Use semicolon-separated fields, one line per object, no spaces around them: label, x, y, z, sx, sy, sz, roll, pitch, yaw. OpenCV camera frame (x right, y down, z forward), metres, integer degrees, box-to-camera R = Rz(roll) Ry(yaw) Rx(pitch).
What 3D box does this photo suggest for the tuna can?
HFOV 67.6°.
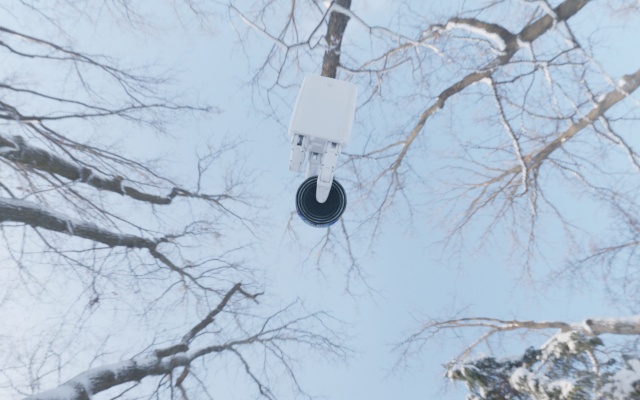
tuna can;0.000;0.003;0.802;0.086;0.086;0.034;0;-14;-5
